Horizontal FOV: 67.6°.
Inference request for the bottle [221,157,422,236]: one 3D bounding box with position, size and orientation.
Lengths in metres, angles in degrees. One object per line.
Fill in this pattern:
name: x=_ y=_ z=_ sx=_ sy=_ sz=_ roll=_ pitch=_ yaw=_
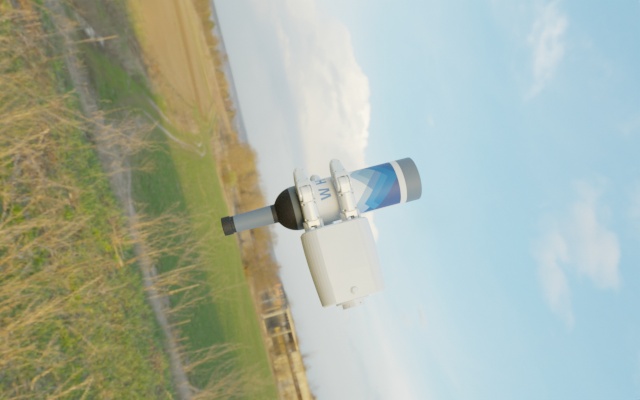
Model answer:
bottle: x=0.000 y=0.002 z=0.711 sx=0.295 sy=0.069 sz=0.069 roll=-14 pitch=2 yaw=-7
